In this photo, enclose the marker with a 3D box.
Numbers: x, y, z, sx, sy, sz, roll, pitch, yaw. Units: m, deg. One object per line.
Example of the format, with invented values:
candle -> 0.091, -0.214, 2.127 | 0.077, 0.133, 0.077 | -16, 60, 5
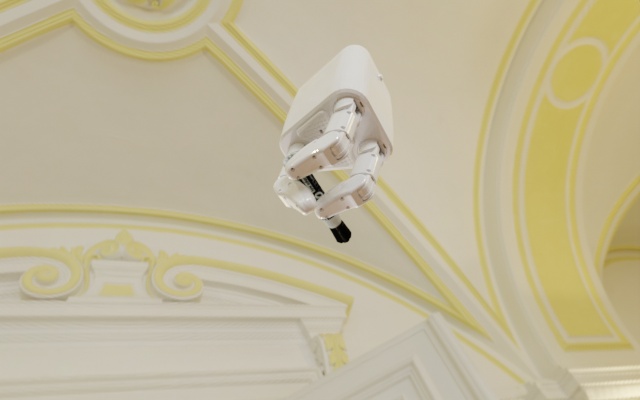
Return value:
marker -> 0.000, 0.002, 0.482 | 0.020, 0.020, 0.121 | 0, -43, 40
